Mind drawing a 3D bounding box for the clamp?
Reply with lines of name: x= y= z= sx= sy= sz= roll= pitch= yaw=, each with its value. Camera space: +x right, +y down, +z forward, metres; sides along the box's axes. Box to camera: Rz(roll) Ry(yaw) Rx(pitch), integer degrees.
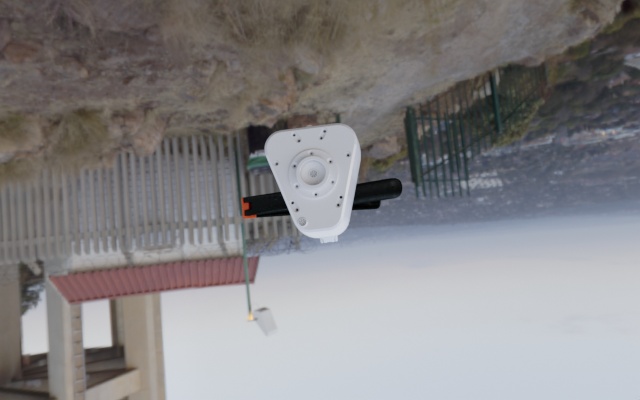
clamp: x=0.000 y=0.003 z=0.657 sx=0.210 sy=0.036 sz=0.164 roll=-6 pitch=-7 yaw=3
